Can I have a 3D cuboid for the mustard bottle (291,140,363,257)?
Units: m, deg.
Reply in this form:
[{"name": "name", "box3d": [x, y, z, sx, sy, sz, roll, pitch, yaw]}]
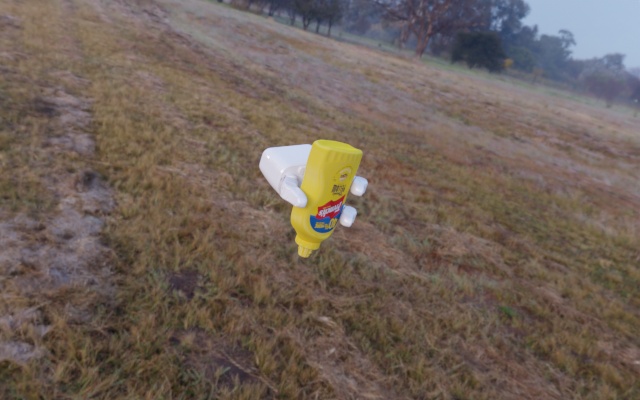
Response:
[{"name": "mustard bottle", "box3d": [0.000, 0.002, 0.758, 0.058, 0.192, 0.096, 30, 20, 33]}]
